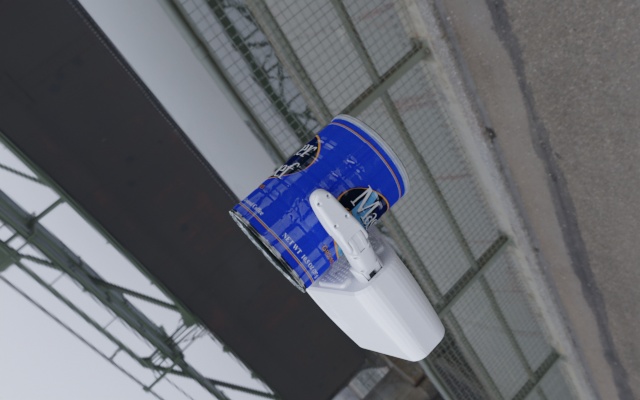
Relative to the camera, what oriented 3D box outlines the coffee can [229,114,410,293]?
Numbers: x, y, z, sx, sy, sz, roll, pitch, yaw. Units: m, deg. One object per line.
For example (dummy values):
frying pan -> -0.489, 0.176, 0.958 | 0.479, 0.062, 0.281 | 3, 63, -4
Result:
coffee can -> 0.000, 0.001, 0.455 | 0.140, 0.103, 0.103 | -43, 11, -13
